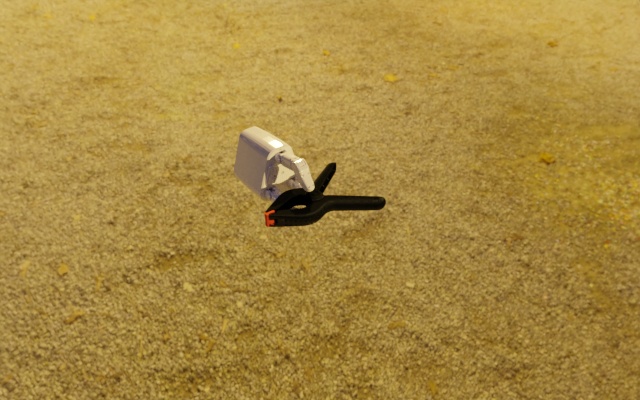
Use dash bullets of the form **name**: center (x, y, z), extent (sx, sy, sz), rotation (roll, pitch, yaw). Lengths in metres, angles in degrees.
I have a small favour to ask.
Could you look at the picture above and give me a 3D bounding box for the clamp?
- **clamp**: center (0.000, 0.002, 0.852), extent (0.210, 0.036, 0.164), rotation (-27, 42, -32)
